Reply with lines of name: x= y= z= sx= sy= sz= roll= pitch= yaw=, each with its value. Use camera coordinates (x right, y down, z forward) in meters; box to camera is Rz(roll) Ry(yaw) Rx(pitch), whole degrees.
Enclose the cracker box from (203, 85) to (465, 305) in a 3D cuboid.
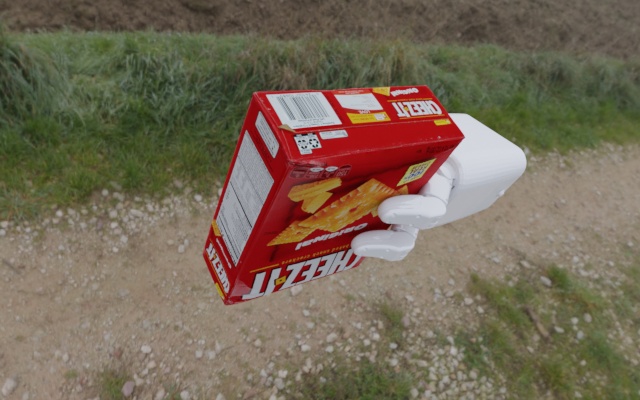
cracker box: x=0.000 y=0.001 z=0.425 sx=0.164 sy=0.072 sz=0.214 roll=-11 pitch=-32 yaw=-32
